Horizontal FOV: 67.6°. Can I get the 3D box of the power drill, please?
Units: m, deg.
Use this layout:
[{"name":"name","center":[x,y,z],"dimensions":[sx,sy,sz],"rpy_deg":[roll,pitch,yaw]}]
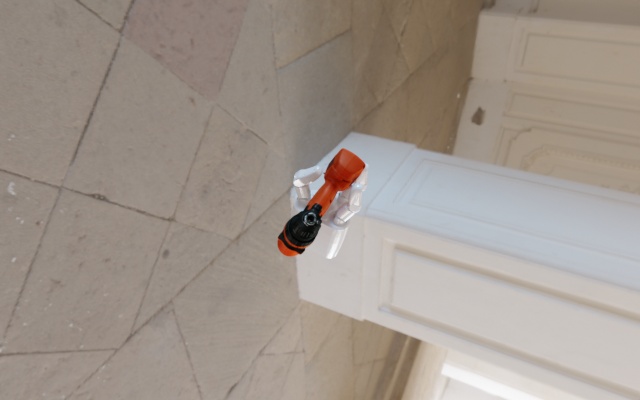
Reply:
[{"name":"power drill","center":[0.000,0.002,0.797],"dimensions":[0.057,0.187,0.184],"rpy_deg":[38,-23,-2]}]
